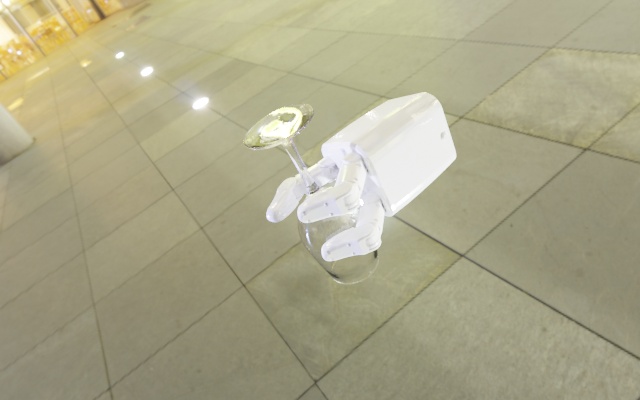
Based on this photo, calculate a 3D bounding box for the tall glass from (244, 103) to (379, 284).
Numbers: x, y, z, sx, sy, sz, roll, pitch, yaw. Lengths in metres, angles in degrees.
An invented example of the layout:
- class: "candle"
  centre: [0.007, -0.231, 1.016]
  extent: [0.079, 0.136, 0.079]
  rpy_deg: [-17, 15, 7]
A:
- class: "tall glass"
  centre: [0.000, 0.001, 0.508]
  extent: [0.079, 0.201, 0.079]
  rpy_deg: [-19, 34, 14]
